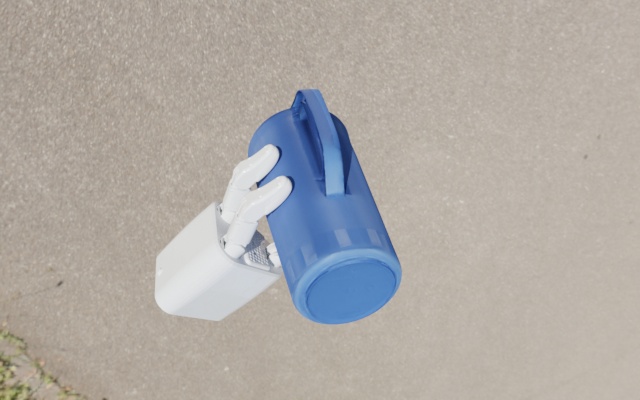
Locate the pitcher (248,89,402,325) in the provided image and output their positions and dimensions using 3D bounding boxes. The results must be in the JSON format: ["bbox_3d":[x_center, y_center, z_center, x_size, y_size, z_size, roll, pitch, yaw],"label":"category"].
[{"bbox_3d":[0.000,0.002,0.524,0.145,0.242,0.149,-38,-50,16],"label":"pitcher"}]
